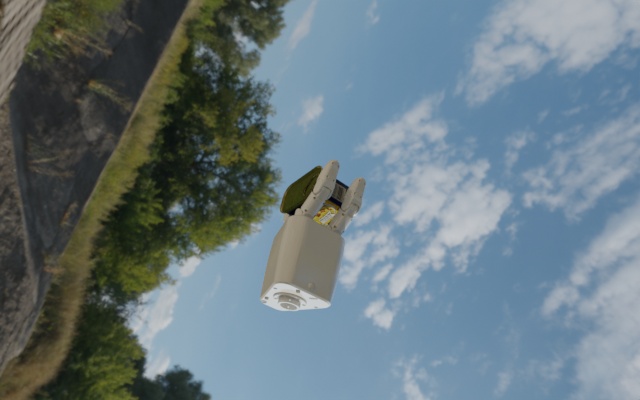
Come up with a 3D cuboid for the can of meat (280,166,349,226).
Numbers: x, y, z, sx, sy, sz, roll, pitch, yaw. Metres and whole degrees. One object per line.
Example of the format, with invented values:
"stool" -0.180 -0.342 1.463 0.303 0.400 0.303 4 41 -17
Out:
"can of meat" 0.000 0.003 0.754 0.084 0.057 0.102 31 -40 -25
